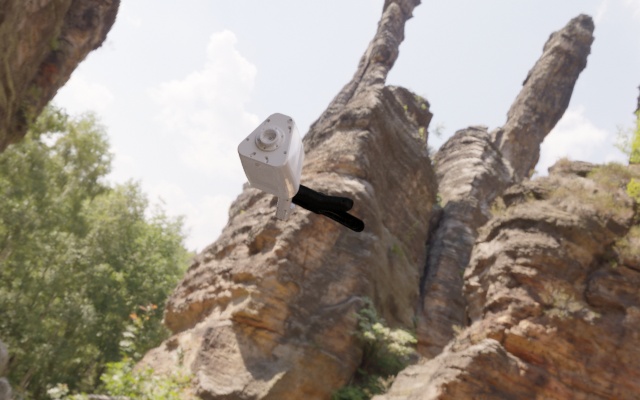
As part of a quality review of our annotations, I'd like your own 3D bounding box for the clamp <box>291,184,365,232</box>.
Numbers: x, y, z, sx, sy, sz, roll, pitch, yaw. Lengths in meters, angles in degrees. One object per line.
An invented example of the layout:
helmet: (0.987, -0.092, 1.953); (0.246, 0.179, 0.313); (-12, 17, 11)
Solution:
clamp: (0.000, 0.002, 0.881); (0.171, 0.039, 0.120); (21, -23, 15)
